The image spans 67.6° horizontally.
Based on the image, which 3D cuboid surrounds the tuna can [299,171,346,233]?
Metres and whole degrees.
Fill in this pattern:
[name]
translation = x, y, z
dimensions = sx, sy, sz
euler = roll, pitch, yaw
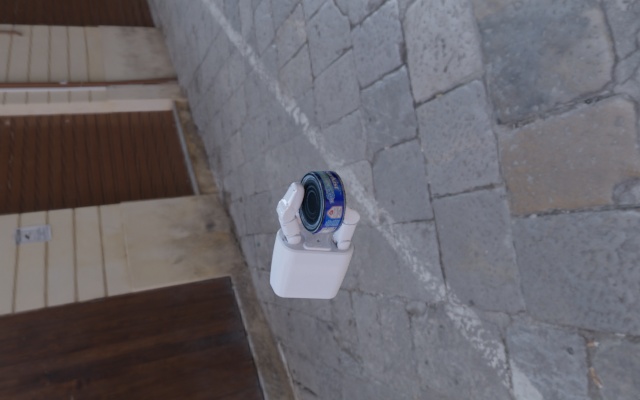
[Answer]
[tuna can]
translation = 0.000, 0.002, 0.653
dimensions = 0.034, 0.086, 0.086
euler = -2, 1, -26
